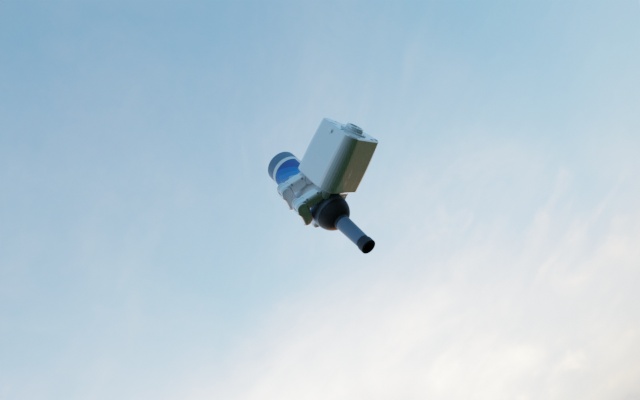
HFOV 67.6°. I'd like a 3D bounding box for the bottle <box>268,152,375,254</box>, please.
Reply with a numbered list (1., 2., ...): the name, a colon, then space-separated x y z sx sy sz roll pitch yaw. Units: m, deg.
1. bottle: 0.000 0.003 0.877 0.069 0.069 0.295 0 30 -38
